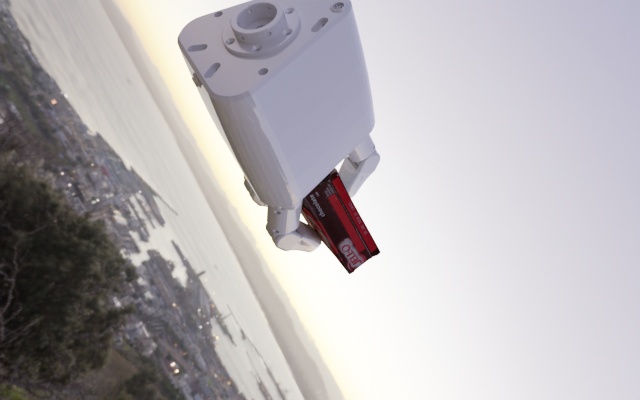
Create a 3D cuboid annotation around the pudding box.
[{"bbox_3d":[0.000,0.001,0.426,0.039,0.090,0.113,-32,27,-5],"label":"pudding box"}]
